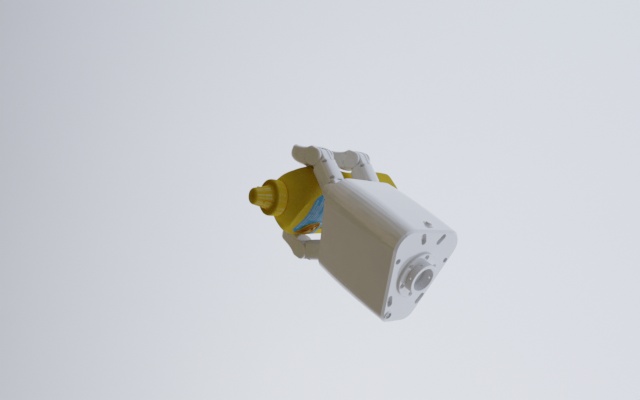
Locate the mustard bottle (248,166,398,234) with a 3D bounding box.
[{"bbox_3d":[0.000,0.002,0.572,0.191,0.058,0.096,4,-42,-40],"label":"mustard bottle"}]
